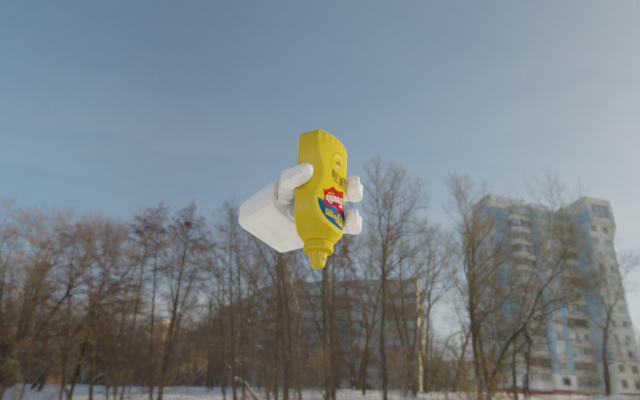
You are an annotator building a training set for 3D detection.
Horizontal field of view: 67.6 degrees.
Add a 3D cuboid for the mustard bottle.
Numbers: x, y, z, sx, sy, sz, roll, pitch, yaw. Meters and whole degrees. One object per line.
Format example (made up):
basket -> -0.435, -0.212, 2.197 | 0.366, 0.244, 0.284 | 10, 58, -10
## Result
mustard bottle -> 0.000, 0.002, 0.678 | 0.058, 0.191, 0.096 | -9, -27, 26
